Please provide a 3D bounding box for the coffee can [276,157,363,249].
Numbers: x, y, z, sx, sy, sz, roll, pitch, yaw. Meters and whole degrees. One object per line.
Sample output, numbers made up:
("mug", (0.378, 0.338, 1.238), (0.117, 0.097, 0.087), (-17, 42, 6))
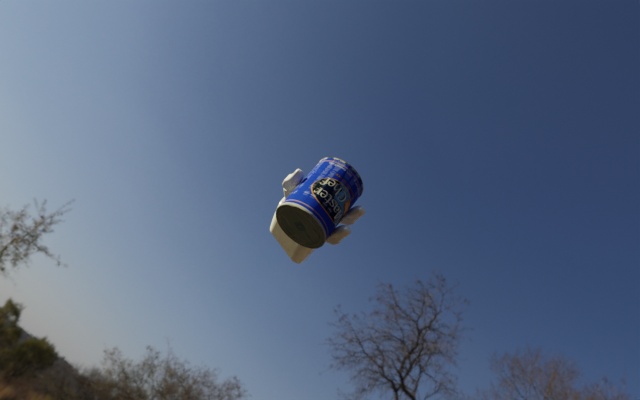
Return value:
("coffee can", (0.000, 0.003, 0.867), (0.103, 0.103, 0.140), (0, 39, 43))
